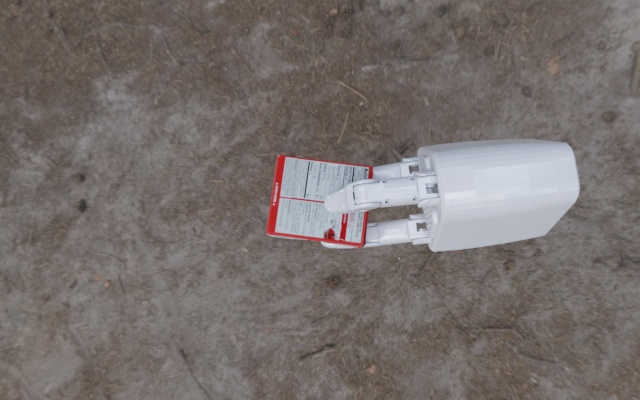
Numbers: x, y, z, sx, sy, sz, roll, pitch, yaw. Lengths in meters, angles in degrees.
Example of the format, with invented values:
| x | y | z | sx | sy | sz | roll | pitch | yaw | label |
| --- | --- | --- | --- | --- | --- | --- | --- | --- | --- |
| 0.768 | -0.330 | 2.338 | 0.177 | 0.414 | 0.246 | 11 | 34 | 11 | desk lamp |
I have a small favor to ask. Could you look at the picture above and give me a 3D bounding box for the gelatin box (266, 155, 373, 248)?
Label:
| x | y | z | sx | sy | sz | roll | pitch | yaw | label |
| --- | --- | --- | --- | --- | --- | --- | --- | --- | --- |
| 0.000 | 0.001 | 0.434 | 0.089 | 0.073 | 0.030 | 7 | -8 | 1 | gelatin box |
